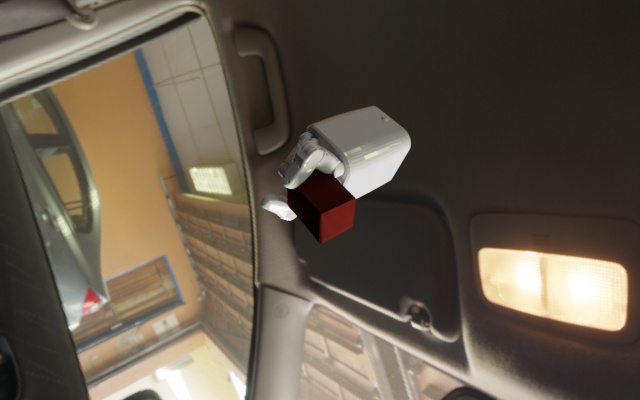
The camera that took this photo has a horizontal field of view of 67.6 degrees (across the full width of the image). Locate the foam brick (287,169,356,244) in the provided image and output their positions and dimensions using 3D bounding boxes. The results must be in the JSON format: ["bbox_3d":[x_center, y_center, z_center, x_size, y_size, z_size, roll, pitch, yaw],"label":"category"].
[{"bbox_3d":[0.000,0.002,0.584,0.051,0.053,0.078,-23,50,-25],"label":"foam brick"}]
